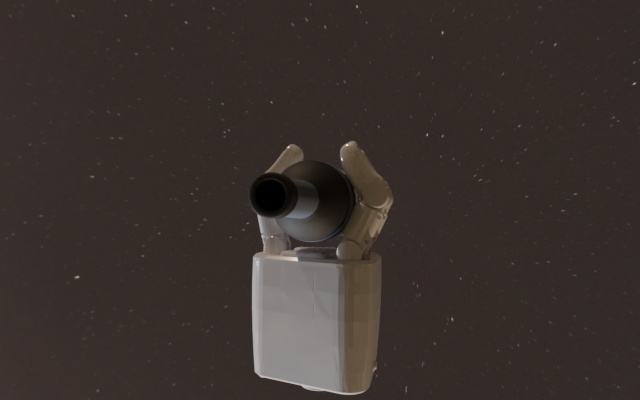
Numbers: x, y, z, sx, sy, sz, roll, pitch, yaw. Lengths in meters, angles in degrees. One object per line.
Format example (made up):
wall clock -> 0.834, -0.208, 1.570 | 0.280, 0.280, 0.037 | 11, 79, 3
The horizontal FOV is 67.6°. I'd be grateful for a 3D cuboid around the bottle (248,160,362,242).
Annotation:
bottle -> 0.000, 0.001, 0.421 | 0.069, 0.069, 0.296 | 0, -2, 11
